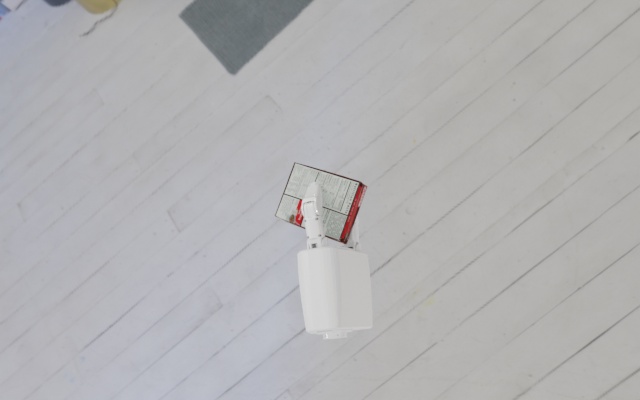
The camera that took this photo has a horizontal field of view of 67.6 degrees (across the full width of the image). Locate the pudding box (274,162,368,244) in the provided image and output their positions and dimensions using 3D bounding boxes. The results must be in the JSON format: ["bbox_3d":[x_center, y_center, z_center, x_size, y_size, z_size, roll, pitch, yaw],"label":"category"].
[{"bbox_3d":[0.000,0.002,0.689,0.113,0.090,0.039,19,-4,22],"label":"pudding box"}]
